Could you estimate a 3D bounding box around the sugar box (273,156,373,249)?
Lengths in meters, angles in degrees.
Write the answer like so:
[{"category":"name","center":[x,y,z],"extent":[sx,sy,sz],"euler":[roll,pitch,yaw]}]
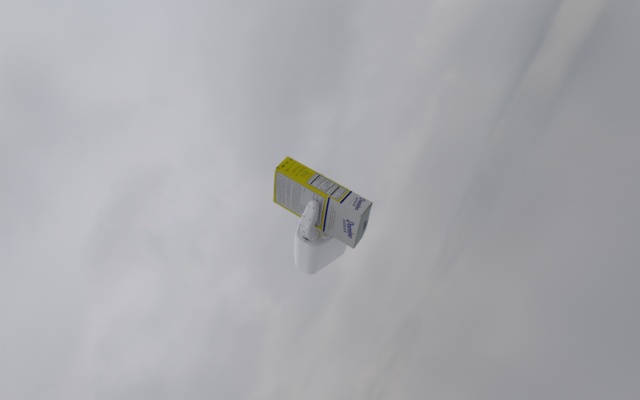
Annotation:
[{"category":"sugar box","center":[0.000,0.002,0.830],"extent":[0.176,0.093,0.048],"euler":[28,51,16]}]
